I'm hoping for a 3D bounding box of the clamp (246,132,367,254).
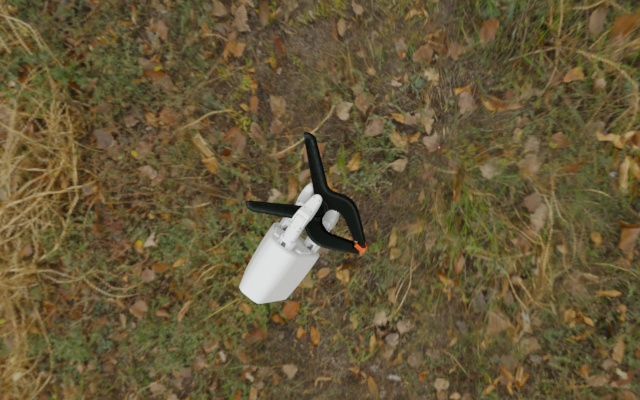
[{"bbox_3d":[0.000,0.003,0.779,0.210,0.164,0.036,36,11,8],"label":"clamp"}]
